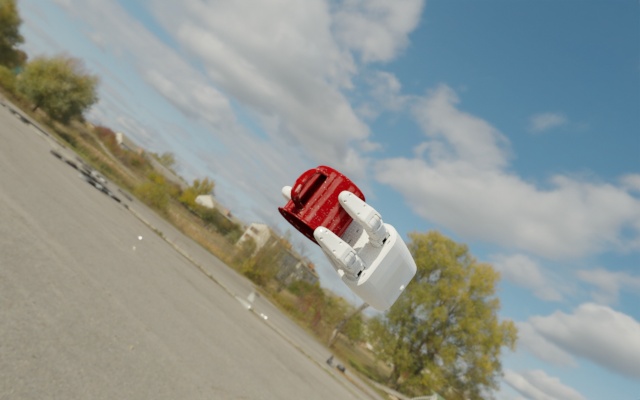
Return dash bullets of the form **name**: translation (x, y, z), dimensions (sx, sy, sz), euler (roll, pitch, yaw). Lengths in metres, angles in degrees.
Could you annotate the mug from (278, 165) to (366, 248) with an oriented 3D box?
- **mug**: translation (0.000, 0.001, 0.617), dimensions (0.093, 0.081, 0.117), euler (28, -16, 40)
